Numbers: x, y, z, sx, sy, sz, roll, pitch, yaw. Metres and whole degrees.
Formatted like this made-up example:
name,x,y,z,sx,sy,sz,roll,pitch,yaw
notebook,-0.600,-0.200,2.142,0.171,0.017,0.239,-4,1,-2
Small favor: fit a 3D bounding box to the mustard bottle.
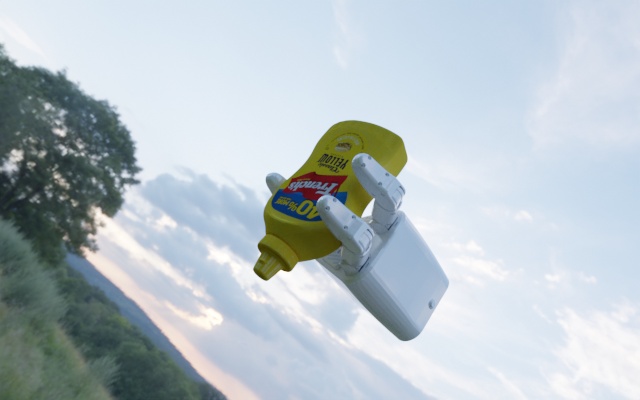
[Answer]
name,x,y,z,sx,sy,sz,roll,pitch,yaw
mustard bottle,0.000,0.001,0.474,0.096,0.191,0.058,20,-31,35
